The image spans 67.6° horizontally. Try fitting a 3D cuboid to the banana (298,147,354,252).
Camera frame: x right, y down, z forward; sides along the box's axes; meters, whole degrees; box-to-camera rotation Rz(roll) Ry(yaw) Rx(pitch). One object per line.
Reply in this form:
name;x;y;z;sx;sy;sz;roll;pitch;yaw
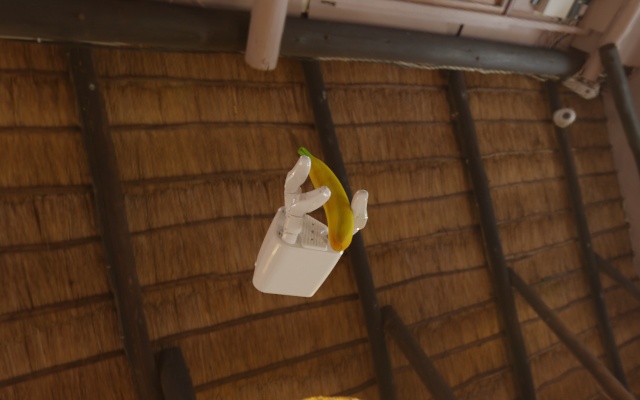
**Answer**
banana;0.013;0.004;0.692;0.069;0.197;0.037;17;-54;-37
